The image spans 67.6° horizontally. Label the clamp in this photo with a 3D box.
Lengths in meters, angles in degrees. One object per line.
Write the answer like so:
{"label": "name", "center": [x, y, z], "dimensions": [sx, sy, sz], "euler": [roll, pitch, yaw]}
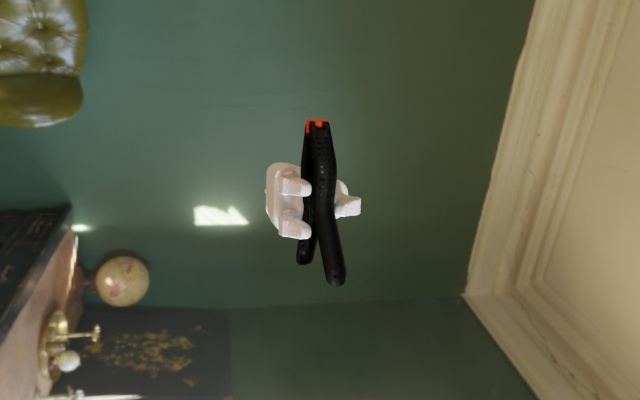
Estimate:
{"label": "clamp", "center": [0.001, 0.001, 0.612], "dimensions": [0.036, 0.210, 0.164], "euler": [-1, 9, -18]}
